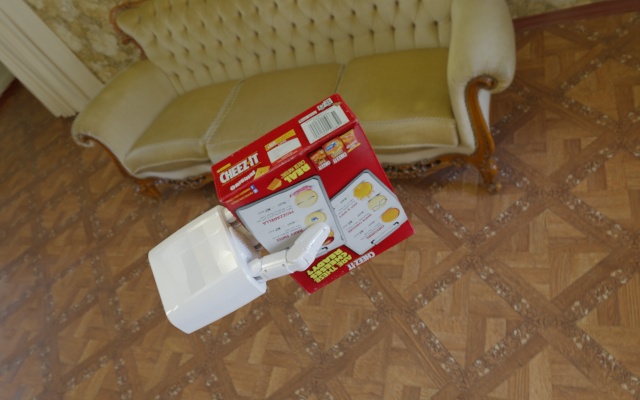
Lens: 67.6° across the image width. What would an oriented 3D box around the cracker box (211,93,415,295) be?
[{"bbox_3d":[0.000,0.002,0.568,0.164,0.072,0.214,-31,-45,5],"label":"cracker box"}]
